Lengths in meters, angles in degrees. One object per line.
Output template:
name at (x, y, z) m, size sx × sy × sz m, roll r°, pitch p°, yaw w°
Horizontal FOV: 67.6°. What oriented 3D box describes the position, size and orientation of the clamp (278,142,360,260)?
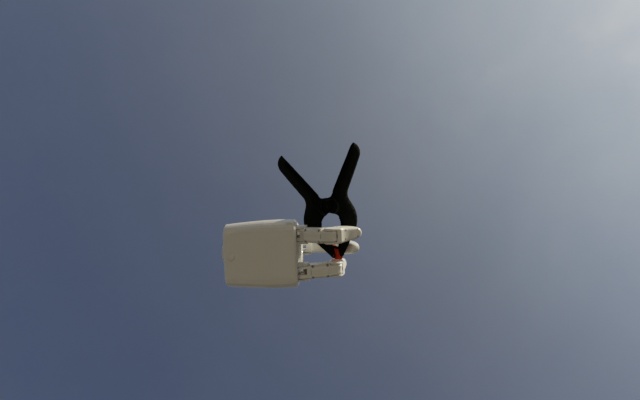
clamp at (0.000, 0.002, 0.703) m, size 0.120 × 0.171 × 0.039 m, roll -2°, pitch 4°, yaw 2°
